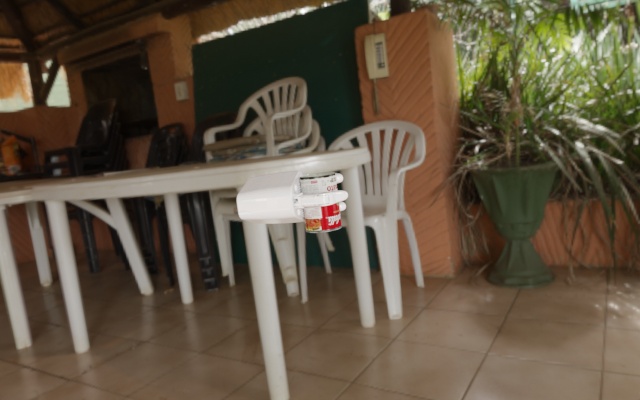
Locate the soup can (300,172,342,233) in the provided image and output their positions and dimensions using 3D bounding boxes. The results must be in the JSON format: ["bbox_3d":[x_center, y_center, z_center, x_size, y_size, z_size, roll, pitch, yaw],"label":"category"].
[{"bbox_3d":[0.001,0.003,0.884,0.068,0.102,0.068,-7,7,1],"label":"soup can"}]
